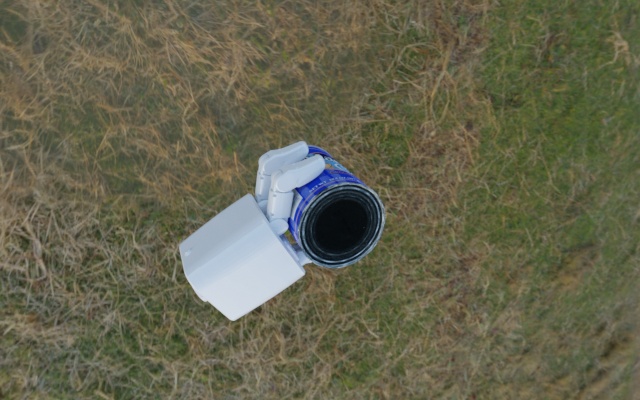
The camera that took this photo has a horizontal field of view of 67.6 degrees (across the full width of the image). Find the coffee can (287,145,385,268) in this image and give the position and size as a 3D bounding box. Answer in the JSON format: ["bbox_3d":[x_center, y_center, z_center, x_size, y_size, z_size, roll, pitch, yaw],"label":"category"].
[{"bbox_3d":[0.000,0.002,0.573,0.103,0.103,0.140,0,22,-22],"label":"coffee can"}]
